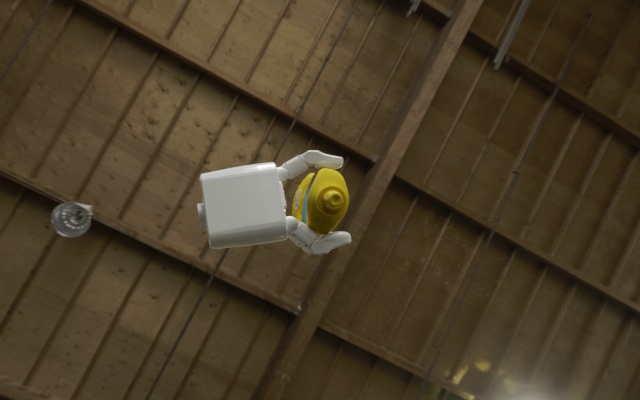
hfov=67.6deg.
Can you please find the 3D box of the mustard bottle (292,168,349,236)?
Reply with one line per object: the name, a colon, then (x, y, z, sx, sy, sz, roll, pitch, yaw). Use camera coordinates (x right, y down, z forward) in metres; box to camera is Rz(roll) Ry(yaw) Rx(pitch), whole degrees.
mustard bottle: (0.000, 0.002, 0.702, 0.058, 0.096, 0.191, 16, -5, -10)
